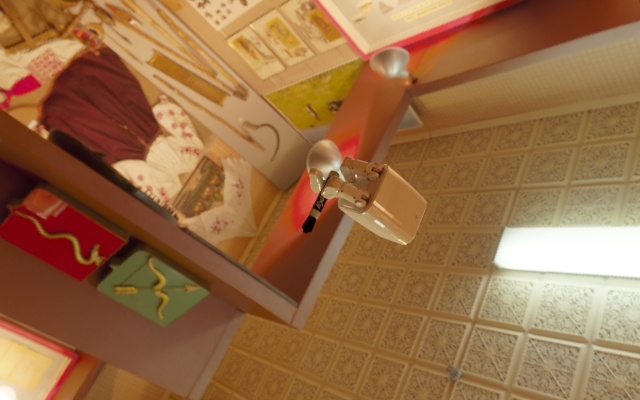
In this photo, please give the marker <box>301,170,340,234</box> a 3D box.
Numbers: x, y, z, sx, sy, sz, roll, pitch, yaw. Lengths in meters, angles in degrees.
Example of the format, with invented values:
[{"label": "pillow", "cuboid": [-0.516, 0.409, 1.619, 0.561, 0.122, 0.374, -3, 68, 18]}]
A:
[{"label": "marker", "cuboid": [0.000, 0.003, 0.804, 0.020, 0.121, 0.020, 23, -23, 10]}]
